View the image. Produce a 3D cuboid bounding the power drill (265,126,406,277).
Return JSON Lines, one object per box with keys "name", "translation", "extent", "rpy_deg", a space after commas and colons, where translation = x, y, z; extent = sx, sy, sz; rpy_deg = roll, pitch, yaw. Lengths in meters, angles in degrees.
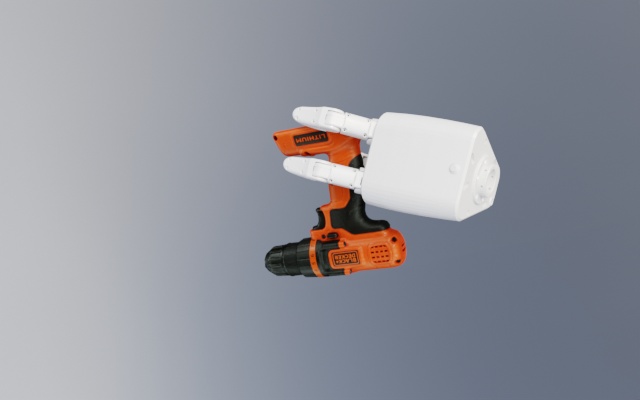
{"name": "power drill", "translation": [0.000, 0.001, 0.580], "extent": [0.184, 0.188, 0.057], "rpy_deg": [-9, 10, 21]}
